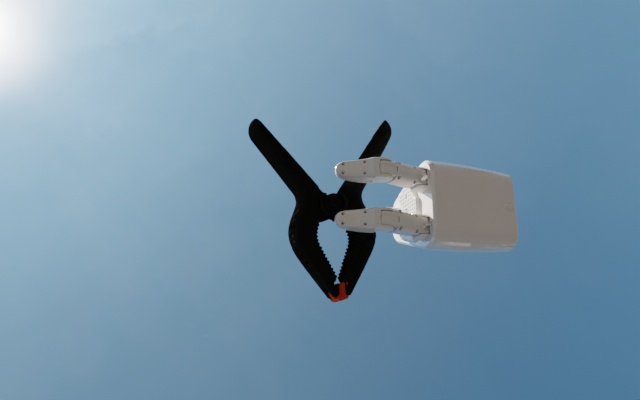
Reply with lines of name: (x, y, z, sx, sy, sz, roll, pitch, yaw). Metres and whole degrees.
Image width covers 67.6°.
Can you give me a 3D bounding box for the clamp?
clamp: (0.000, 0.002, 0.516, 0.164, 0.210, 0.036, 5, -17, -11)
